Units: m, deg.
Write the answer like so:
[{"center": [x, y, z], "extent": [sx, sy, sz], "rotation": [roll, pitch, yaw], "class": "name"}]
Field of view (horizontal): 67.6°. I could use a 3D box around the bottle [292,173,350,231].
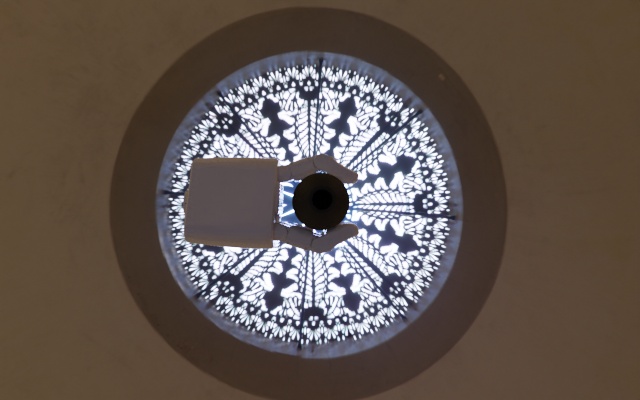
[{"center": [0.000, 0.002, 0.584], "extent": [0.069, 0.069, 0.296], "rotation": [0, -1, -1], "class": "bottle"}]
